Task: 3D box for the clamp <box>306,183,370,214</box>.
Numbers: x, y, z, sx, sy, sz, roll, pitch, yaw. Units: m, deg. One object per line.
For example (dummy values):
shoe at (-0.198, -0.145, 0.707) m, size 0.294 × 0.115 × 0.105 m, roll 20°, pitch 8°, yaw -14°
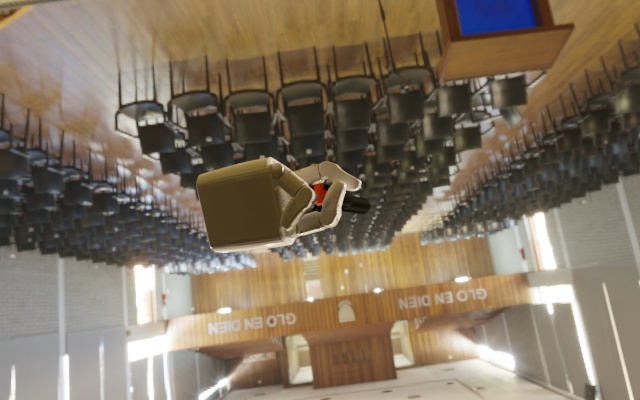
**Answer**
clamp at (0.000, 0.003, 0.700) m, size 0.120 × 0.039 × 0.171 m, roll -9°, pitch -12°, yaw 15°
